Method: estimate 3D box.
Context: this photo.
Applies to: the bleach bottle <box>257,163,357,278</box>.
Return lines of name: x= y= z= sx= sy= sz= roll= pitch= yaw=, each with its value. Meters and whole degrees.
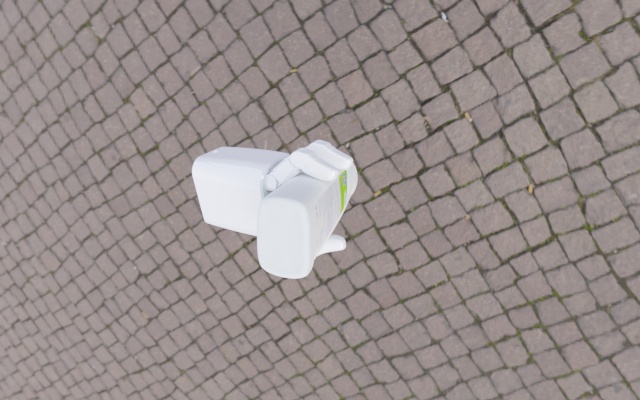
bleach bottle: x=0.000 y=0.002 z=0.640 sx=0.068 sy=0.103 sz=0.250 roll=8 pitch=21 yaw=18
